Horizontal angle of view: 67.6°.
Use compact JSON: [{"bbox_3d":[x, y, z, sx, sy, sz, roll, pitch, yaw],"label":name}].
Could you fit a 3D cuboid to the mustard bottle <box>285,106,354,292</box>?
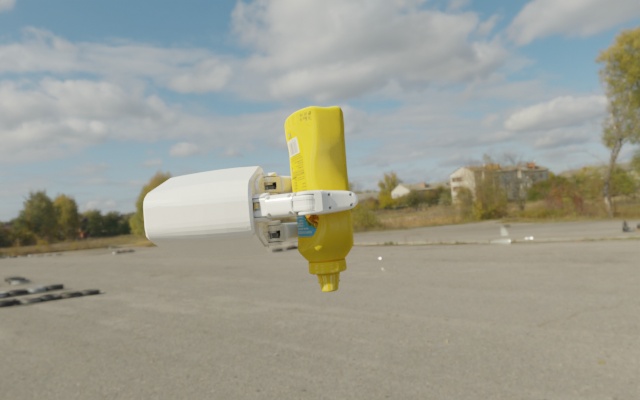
[{"bbox_3d":[0.000,0.001,0.515,0.058,0.191,0.096,-4,-2,-21],"label":"mustard bottle"}]
